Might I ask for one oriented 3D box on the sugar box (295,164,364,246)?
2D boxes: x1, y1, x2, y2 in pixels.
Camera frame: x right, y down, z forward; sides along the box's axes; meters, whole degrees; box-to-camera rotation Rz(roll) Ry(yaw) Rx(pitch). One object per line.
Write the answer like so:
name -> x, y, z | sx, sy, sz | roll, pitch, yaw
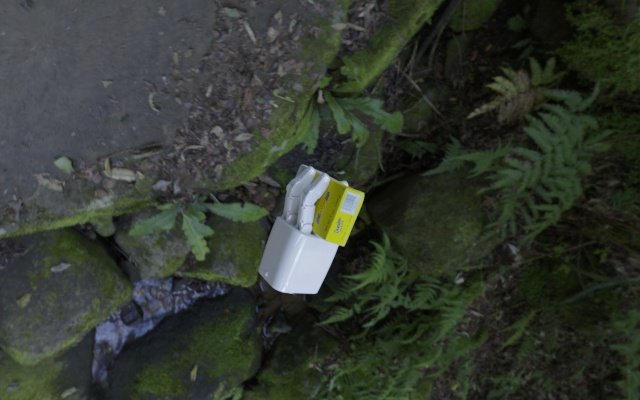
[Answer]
sugar box -> 0.000, 0.003, 0.821 | 0.048, 0.093, 0.176 | 19, 6, -33
